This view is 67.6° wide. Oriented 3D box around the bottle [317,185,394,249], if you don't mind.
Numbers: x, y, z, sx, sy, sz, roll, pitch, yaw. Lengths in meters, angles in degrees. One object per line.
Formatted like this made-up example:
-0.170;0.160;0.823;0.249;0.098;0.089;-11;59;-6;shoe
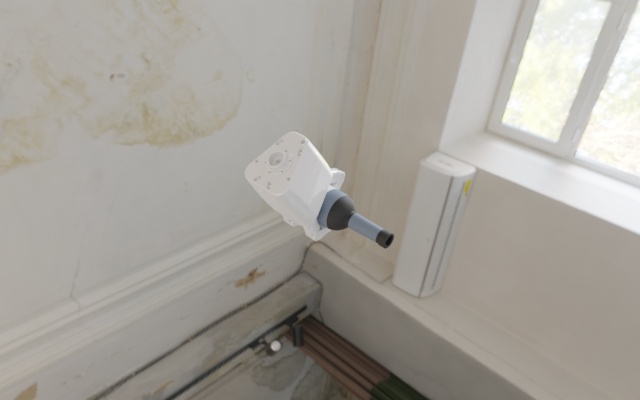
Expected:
0.000;0.003;0.828;0.295;0.069;0.069;30;17;32;bottle
